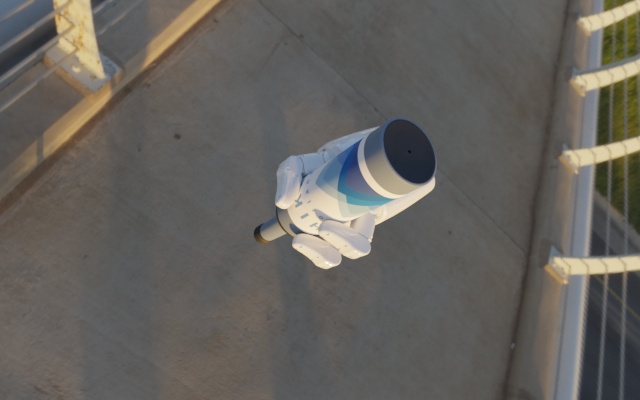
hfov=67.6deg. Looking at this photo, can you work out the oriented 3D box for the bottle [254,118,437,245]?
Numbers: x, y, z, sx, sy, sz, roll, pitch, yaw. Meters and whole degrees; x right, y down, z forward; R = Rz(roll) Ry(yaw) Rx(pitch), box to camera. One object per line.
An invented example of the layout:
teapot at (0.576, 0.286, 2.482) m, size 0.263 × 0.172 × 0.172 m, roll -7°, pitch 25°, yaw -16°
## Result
bottle at (0.000, 0.002, 0.538) m, size 0.069 × 0.069 × 0.296 m, roll 0°, pitch -18°, yaw -35°
